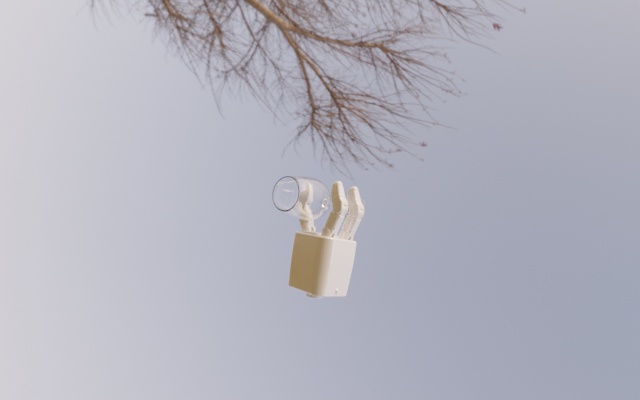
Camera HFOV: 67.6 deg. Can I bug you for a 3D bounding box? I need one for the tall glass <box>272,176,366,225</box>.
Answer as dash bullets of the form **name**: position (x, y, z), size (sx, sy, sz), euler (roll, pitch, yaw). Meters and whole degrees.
- **tall glass**: position (0.001, 0.003, 0.893), size (0.079, 0.079, 0.201), euler (0, -9, 37)
